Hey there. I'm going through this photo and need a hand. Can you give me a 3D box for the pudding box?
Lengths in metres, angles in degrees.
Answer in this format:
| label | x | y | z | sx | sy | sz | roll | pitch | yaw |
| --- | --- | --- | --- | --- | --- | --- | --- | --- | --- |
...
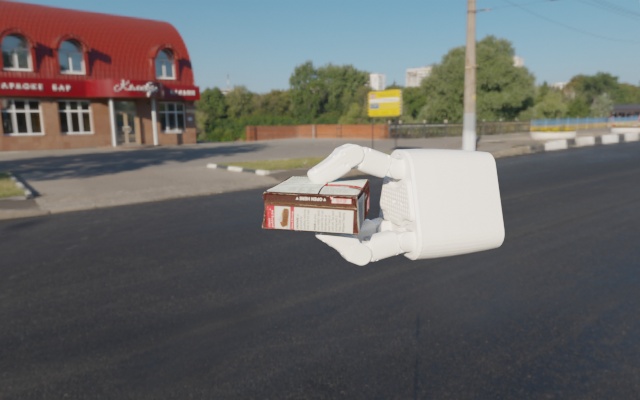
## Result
| label | x | y | z | sx | sy | sz | roll | pitch | yaw |
| --- | --- | --- | --- | --- | --- | --- | --- | --- | --- |
| pudding box | 0.000 | 0.001 | 0.476 | 0.090 | 0.039 | 0.113 | 2 | 9 | 10 |
